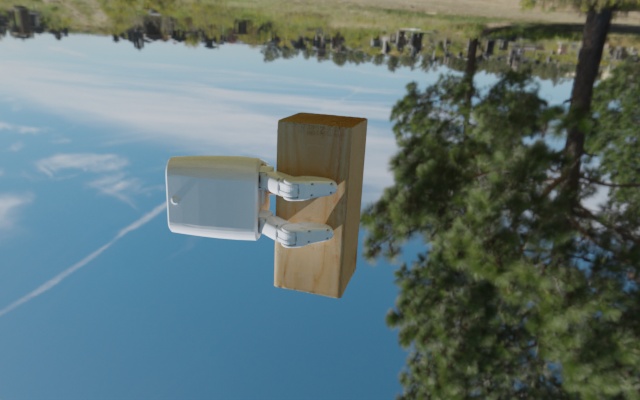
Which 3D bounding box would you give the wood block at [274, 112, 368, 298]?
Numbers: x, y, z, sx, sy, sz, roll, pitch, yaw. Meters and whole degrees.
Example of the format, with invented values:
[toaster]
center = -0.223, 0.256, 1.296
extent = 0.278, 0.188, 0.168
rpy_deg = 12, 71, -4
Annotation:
[wood block]
center = 0.000, 0.002, 0.592
extent = 0.090, 0.206, 0.090
rpy_deg = 8, 19, 14
